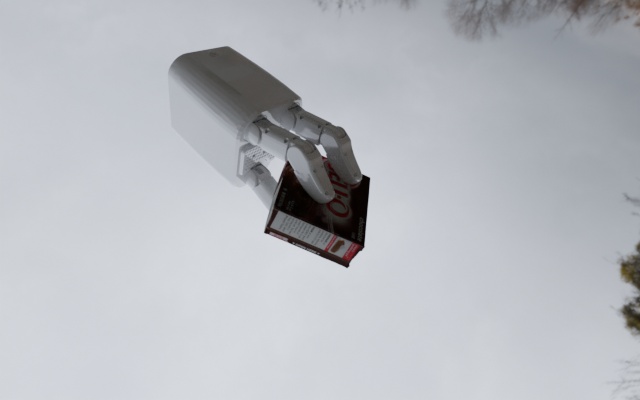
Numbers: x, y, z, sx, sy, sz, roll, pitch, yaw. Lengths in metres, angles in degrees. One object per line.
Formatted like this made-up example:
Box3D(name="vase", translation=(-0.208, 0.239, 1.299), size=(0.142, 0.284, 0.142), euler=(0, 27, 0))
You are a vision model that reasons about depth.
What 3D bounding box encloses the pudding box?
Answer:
Box3D(name="pudding box", translation=(0.000, 0.002, 0.467), size=(0.090, 0.039, 0.113), euler=(23, 39, -9))
